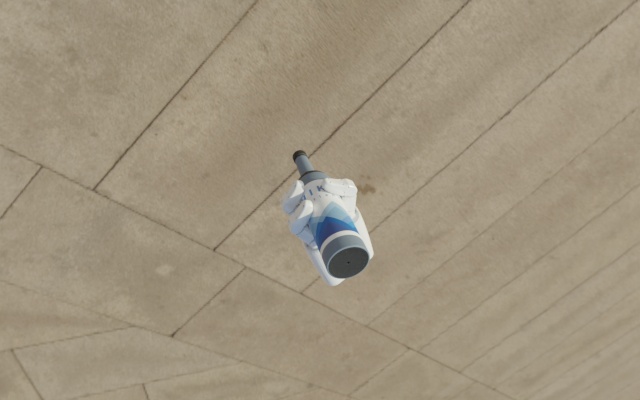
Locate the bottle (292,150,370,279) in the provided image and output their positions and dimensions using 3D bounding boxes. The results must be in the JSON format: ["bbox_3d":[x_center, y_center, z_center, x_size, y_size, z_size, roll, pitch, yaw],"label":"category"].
[{"bbox_3d":[0.000,0.003,0.799,0.069,0.069,0.295,0,37,-20],"label":"bottle"}]
